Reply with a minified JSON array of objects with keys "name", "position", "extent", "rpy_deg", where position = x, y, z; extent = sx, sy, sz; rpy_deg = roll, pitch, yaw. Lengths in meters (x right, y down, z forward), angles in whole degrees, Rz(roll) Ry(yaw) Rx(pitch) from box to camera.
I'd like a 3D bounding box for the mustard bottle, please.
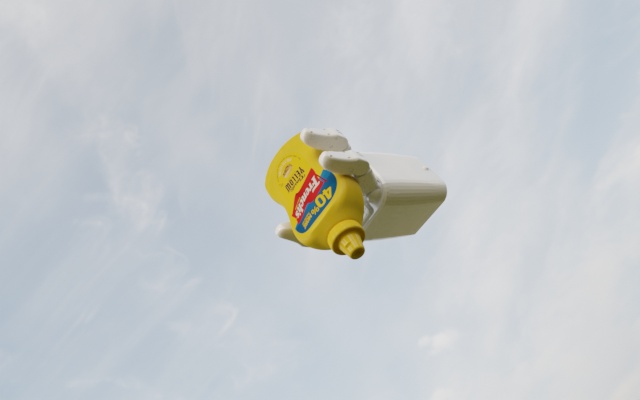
[{"name":"mustard bottle","position":[0.000,0.002,0.564],"extent":[0.058,0.096,0.191],"rpy_deg":[25,20,-41]}]
